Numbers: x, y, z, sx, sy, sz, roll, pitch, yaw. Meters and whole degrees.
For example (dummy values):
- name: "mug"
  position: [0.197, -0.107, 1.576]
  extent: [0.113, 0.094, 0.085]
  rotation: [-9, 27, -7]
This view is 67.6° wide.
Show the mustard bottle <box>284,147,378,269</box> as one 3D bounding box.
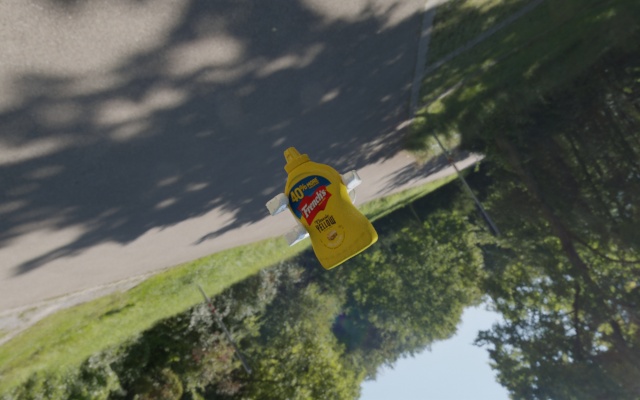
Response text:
- name: "mustard bottle"
  position: [0.000, 0.003, 0.735]
  extent: [0.096, 0.191, 0.058]
  rotation: [-34, -6, 26]
